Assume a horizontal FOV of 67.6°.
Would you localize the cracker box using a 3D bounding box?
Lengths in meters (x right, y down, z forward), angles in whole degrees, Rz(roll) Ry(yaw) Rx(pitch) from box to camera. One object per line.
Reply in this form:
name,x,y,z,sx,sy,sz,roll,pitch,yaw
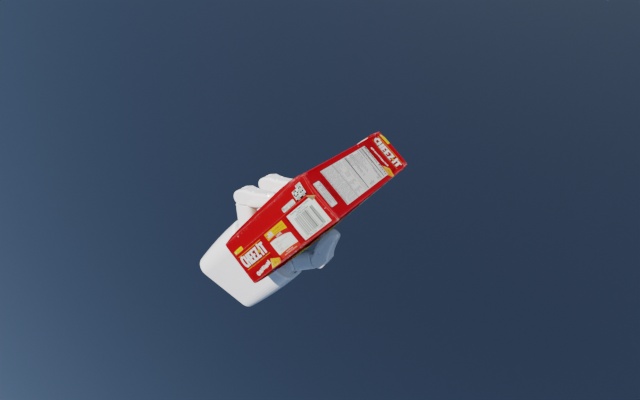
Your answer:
cracker box,0.000,0.002,0.626,0.164,0.072,0.213,-40,-3,36
